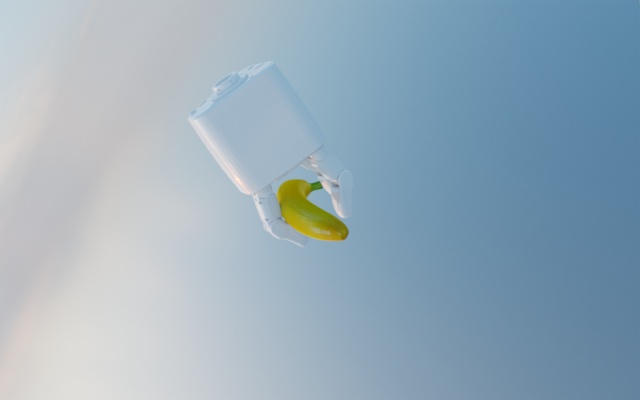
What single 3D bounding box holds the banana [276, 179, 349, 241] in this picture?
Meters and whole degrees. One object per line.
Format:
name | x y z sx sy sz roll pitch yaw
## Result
banana | -0.019 0.005 0.579 0.069 0.037 0.197 -12 21 -5
